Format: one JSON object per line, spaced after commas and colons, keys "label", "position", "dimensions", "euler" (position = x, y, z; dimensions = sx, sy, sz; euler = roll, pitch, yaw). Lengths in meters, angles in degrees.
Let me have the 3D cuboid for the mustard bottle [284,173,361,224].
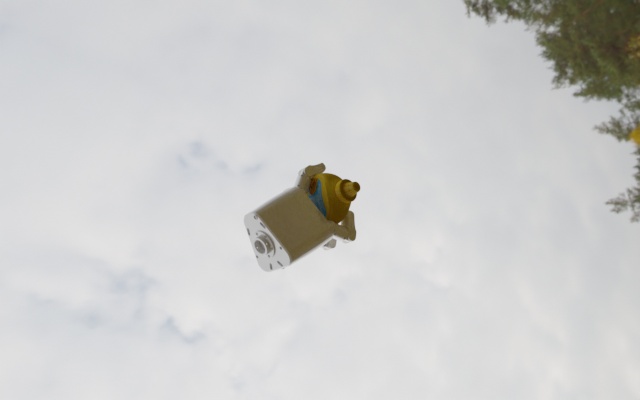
{"label": "mustard bottle", "position": [0.000, 0.003, 0.860], "dimensions": [0.058, 0.096, 0.192], "euler": [1, -17, -40]}
